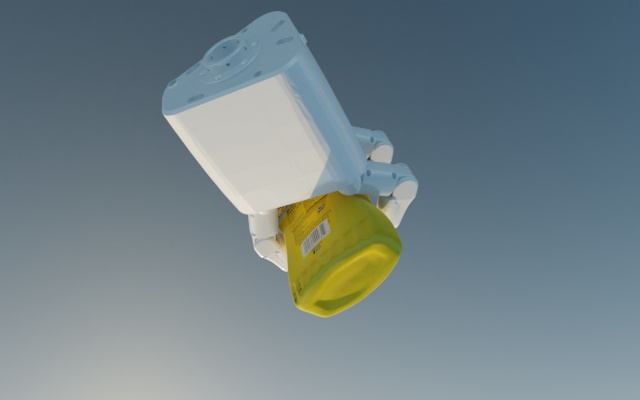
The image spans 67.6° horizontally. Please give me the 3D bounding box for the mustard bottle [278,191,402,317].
[{"bbox_3d":[0.000,0.002,0.429,0.058,0.096,0.191,27,27,-34],"label":"mustard bottle"}]
